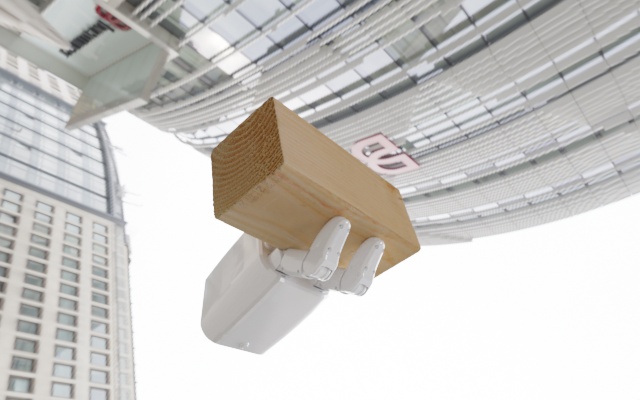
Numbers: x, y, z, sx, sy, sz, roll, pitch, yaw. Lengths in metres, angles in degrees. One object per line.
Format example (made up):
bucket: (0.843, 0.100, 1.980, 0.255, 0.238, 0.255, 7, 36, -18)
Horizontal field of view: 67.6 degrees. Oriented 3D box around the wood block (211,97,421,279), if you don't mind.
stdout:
wood block: (0.000, 0.002, 0.484, 0.090, 0.090, 0.206, -36, -45, 24)
